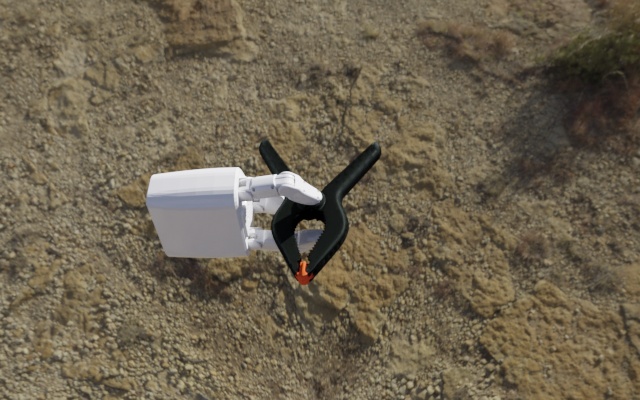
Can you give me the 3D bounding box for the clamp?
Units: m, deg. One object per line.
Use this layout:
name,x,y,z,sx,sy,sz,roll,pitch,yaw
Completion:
clamp,0.000,0.002,0.596,0.164,0.209,0.036,-4,-33,4
